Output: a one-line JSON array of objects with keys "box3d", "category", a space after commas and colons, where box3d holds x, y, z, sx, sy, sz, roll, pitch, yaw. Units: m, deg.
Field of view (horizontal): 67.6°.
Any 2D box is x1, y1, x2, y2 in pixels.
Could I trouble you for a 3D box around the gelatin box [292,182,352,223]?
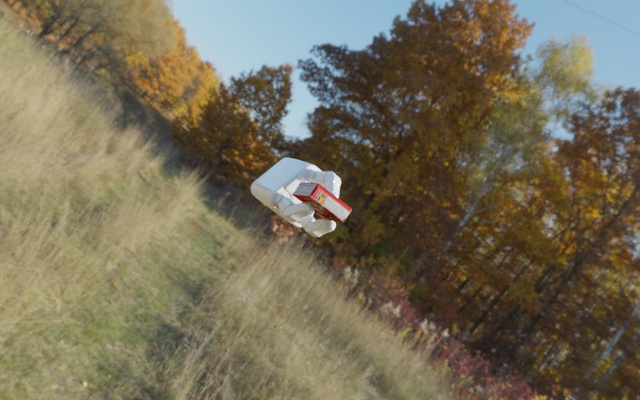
[{"box3d": [0.001, 0.002, 0.789, 0.073, 0.030, 0.089, 38, -11, -20], "category": "gelatin box"}]
